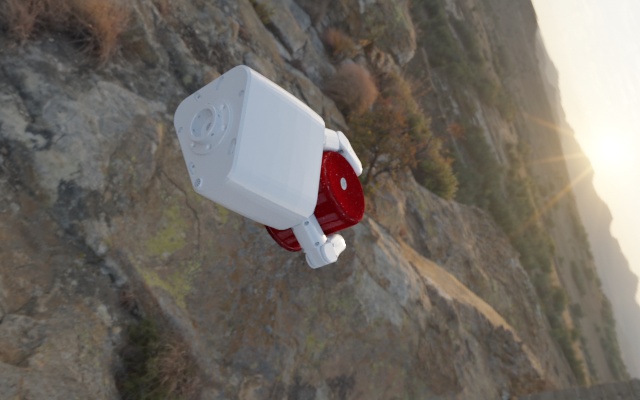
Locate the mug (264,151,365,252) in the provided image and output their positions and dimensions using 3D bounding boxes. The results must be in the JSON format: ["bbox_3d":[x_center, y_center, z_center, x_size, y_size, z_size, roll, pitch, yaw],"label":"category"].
[{"bbox_3d":[0.001,0.002,0.514,0.081,0.093,0.117,-22,-27,28],"label":"mug"}]
